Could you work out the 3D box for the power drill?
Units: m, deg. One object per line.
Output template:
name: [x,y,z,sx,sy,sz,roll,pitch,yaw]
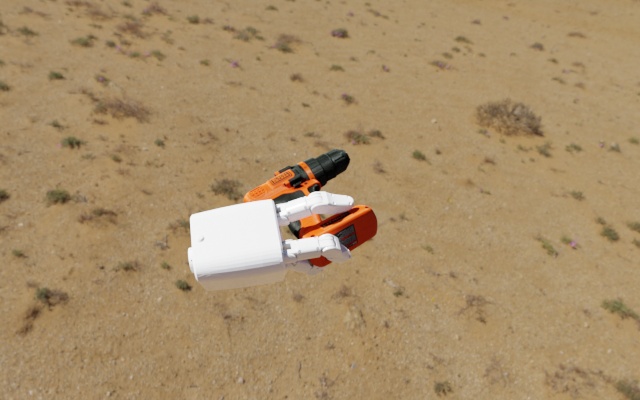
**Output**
power drill: [0.000,0.003,0.694,0.184,0.057,0.187,-31,39,-14]
